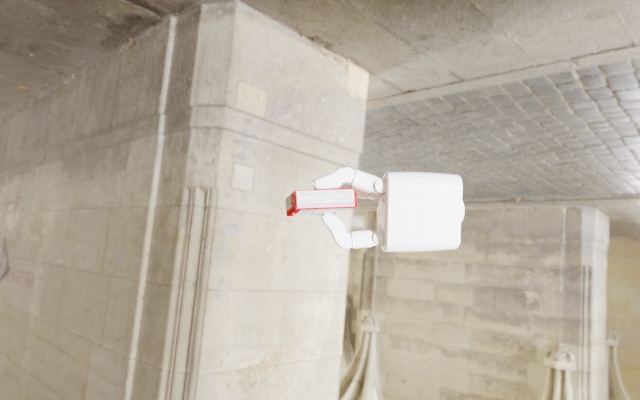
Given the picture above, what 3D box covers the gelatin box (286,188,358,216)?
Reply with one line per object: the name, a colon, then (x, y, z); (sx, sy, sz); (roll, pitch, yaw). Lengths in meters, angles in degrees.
gelatin box: (0.000, 0.003, 0.673); (0.089, 0.030, 0.073); (-3, -7, -14)
